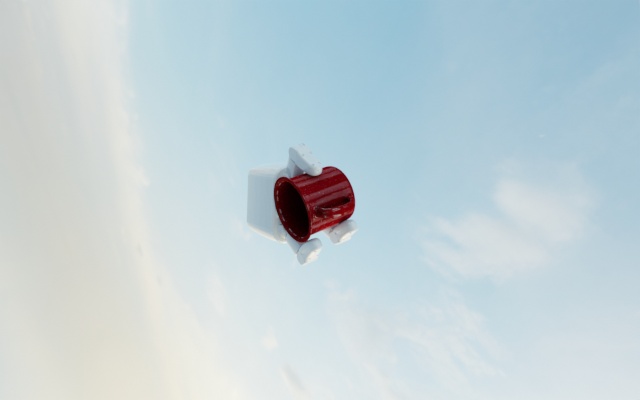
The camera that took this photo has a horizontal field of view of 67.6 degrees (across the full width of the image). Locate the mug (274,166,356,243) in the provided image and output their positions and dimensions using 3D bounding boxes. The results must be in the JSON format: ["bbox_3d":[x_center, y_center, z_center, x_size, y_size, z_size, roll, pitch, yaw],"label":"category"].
[{"bbox_3d":[0.001,0.002,0.646,0.081,0.093,0.117,-21,17,-30],"label":"mug"}]
